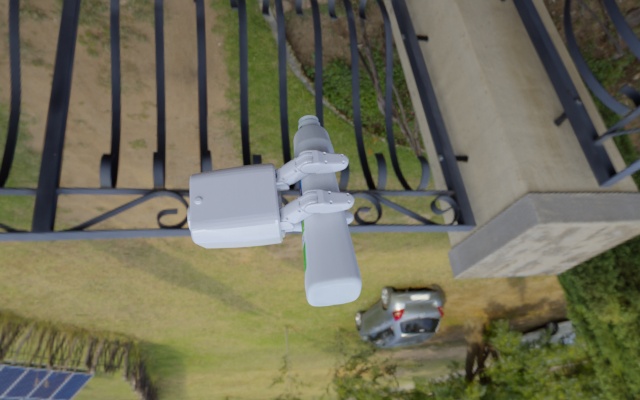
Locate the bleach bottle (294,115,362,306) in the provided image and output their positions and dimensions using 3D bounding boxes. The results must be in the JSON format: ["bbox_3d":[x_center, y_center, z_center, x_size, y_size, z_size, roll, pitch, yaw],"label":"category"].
[{"bbox_3d":[0.000,0.002,0.626,0.068,0.250,0.103,-7,-27,-3],"label":"bleach bottle"}]
